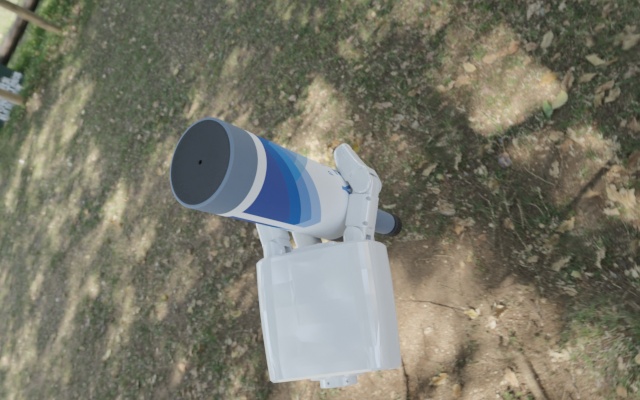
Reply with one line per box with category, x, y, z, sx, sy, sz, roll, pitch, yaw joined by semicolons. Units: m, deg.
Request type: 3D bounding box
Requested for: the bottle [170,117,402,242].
bottle;0.000;0.001;0.451;0.069;0.069;0.296;0;-11;36
